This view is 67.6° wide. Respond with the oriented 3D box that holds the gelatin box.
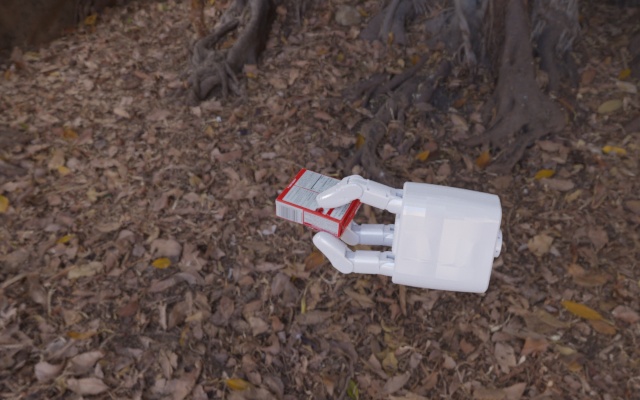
[{"bbox_3d":[0.000,0.001,0.588,0.089,0.030,0.073,19,43,16],"label":"gelatin box"}]
